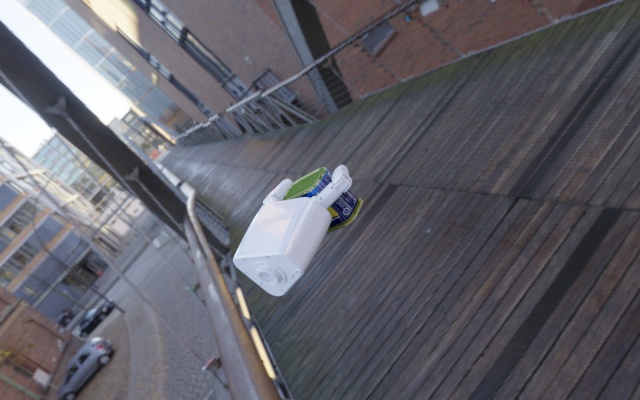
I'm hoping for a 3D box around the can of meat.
[{"bbox_3d":[0.000,0.002,0.749,0.084,0.057,0.102,43,-39,-18],"label":"can of meat"}]
